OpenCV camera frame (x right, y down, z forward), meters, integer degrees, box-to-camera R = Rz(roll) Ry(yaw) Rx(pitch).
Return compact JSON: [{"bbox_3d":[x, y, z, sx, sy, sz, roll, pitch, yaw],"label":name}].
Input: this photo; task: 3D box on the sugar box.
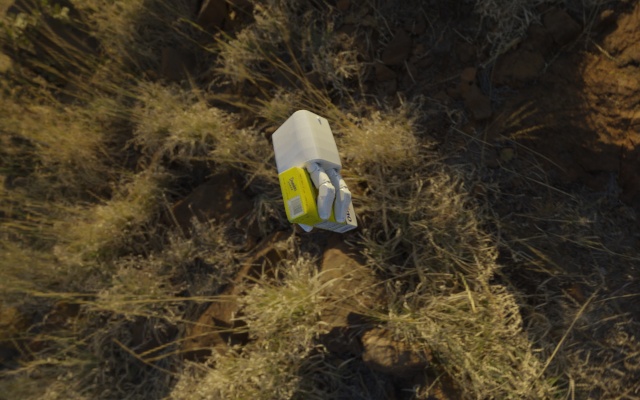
[{"bbox_3d":[0.000,0.003,0.880,0.048,0.093,0.176,-24,-21,31],"label":"sugar box"}]
